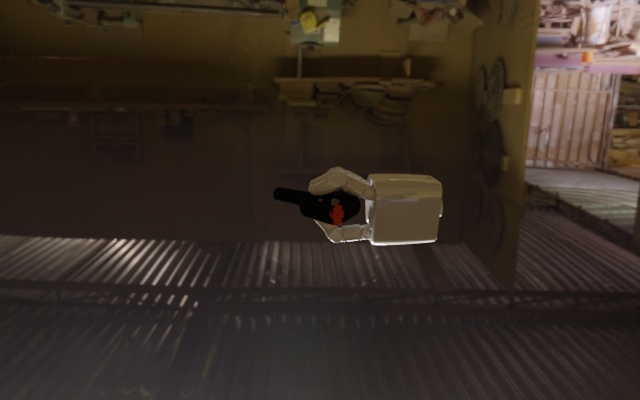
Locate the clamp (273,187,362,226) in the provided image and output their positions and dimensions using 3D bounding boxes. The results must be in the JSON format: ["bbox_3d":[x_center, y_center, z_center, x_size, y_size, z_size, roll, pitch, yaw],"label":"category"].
[{"bbox_3d":[0.000,0.003,0.769,0.164,0.036,0.210,-2,11,-1],"label":"clamp"}]
